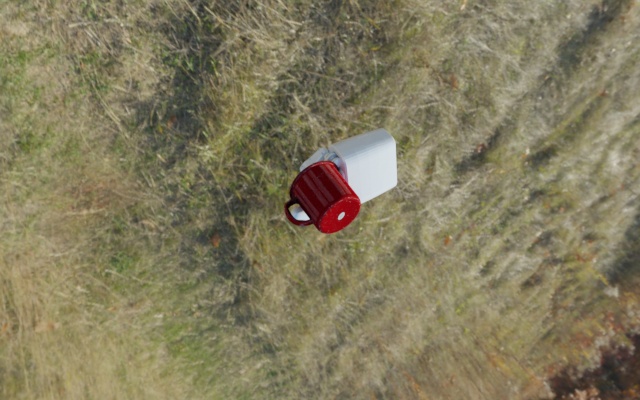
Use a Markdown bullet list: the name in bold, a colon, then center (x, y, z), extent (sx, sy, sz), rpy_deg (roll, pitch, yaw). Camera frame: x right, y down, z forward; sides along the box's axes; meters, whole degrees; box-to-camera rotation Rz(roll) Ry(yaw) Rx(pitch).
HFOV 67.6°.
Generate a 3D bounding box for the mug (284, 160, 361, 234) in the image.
- **mug**: center (-0.001, 0.003, 0.748), extent (0.117, 0.081, 0.093), rpy_deg (-24, -36, -19)
